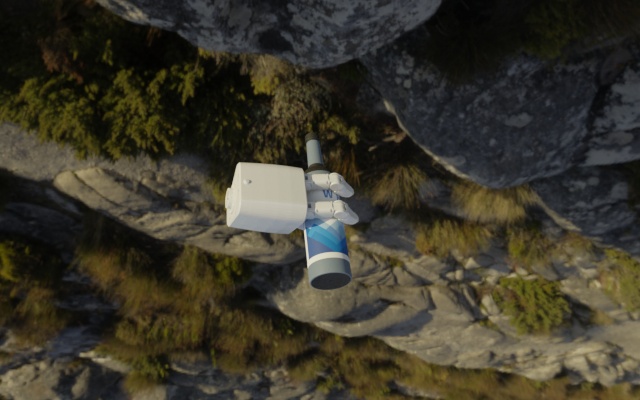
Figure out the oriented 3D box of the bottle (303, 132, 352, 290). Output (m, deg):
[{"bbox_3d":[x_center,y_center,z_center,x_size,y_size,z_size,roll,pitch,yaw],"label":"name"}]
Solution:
[{"bbox_3d":[0.000,0.003,0.813,0.069,0.295,0.069,-5,-33,-3],"label":"bottle"}]
